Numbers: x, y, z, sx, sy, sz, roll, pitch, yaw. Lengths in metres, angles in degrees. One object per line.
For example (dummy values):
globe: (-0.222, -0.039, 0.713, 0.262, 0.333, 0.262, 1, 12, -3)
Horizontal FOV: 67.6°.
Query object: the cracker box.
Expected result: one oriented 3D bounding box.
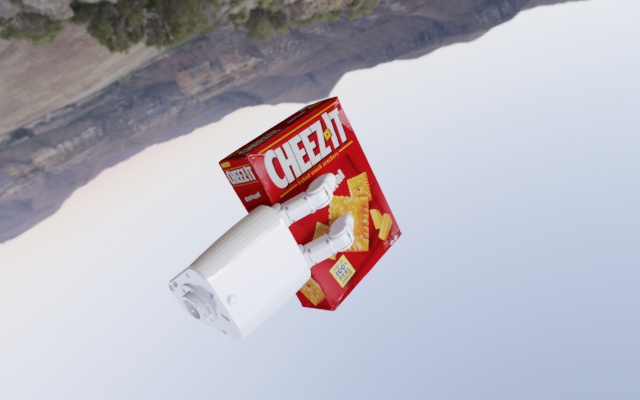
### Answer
cracker box: (0.000, 0.002, 0.597, 0.072, 0.214, 0.164, -6, 27, 49)
